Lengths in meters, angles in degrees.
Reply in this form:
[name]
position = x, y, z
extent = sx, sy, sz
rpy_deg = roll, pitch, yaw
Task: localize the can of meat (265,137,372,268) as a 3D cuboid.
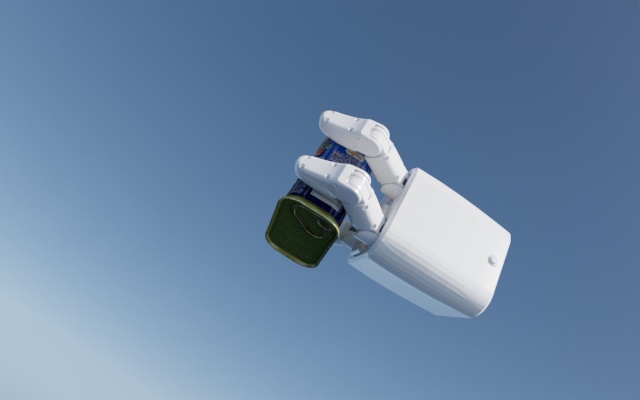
[can of meat]
position = 0.000, 0.001, 0.435
extent = 0.057, 0.084, 0.102
rpy_deg = 31, -32, 2
